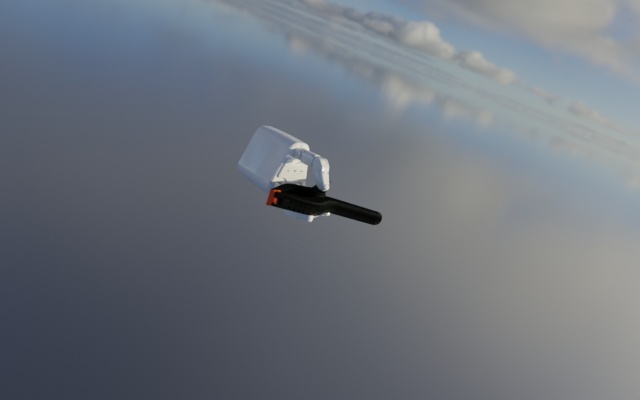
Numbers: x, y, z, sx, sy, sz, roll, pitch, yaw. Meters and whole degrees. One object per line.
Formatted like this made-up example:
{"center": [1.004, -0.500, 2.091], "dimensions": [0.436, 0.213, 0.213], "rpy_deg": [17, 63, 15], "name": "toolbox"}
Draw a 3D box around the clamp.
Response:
{"center": [0.000, 0.002, 0.841], "dimensions": [0.164, 0.036, 0.210], "rpy_deg": [30, 20, 36], "name": "clamp"}
